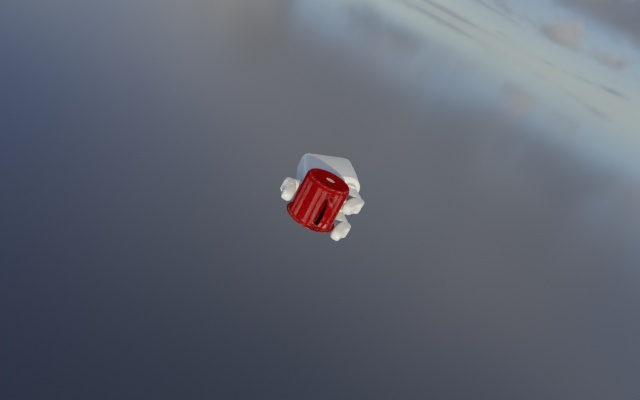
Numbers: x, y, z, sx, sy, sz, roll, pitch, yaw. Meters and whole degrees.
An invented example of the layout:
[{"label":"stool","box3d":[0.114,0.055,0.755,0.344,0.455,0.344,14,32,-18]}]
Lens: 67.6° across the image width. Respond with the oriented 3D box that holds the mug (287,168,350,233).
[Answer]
[{"label":"mug","box3d":[0.000,0.003,0.825,0.093,0.081,0.117,20,25,-17]}]
